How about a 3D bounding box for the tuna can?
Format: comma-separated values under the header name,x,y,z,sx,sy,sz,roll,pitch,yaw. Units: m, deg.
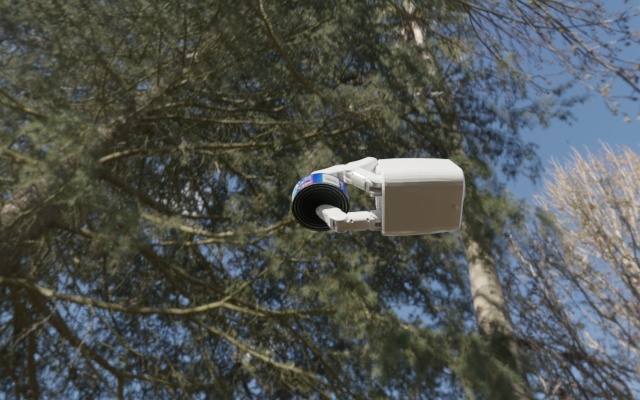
name,x,y,z,sx,sy,sz,roll,pitch,yaw
tuna can,0.000,0.002,0.706,0.086,0.086,0.033,0,34,-1
